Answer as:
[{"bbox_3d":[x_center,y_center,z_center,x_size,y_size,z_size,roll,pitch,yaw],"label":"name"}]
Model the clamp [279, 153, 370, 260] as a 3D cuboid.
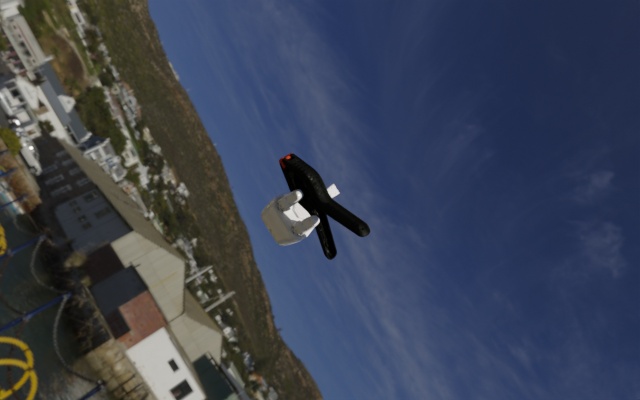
[{"bbox_3d":[0.000,0.002,0.850,0.036,0.210,0.164,-32,0,-30],"label":"clamp"}]
